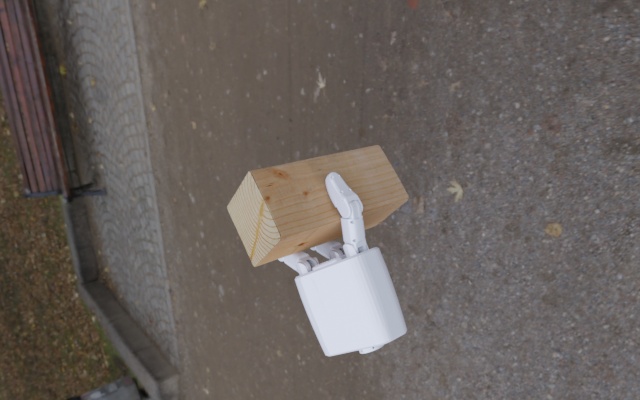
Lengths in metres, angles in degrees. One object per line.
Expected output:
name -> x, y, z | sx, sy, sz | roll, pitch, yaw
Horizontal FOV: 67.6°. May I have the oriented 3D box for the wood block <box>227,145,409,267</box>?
wood block -> 0.000, 0.002, 0.619 | 0.206, 0.090, 0.091 | -15, -20, -36
